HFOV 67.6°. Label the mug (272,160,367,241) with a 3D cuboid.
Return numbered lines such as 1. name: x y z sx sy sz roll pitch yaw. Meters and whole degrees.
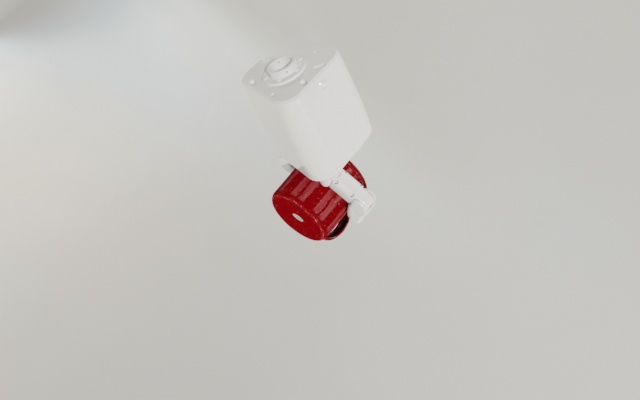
1. mug: 0.000 0.003 0.584 0.093 0.081 0.117 18 -32 41
